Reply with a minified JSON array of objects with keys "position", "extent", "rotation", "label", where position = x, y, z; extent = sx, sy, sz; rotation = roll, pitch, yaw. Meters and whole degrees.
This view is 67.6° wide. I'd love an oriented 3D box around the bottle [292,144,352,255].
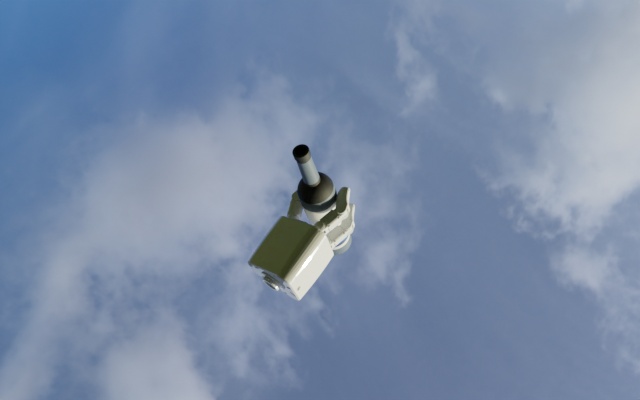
[{"position":[0.000,0.003,0.862],"extent":[0.069,0.069,0.296],"rotation":[0,-33,15],"label":"bottle"}]
